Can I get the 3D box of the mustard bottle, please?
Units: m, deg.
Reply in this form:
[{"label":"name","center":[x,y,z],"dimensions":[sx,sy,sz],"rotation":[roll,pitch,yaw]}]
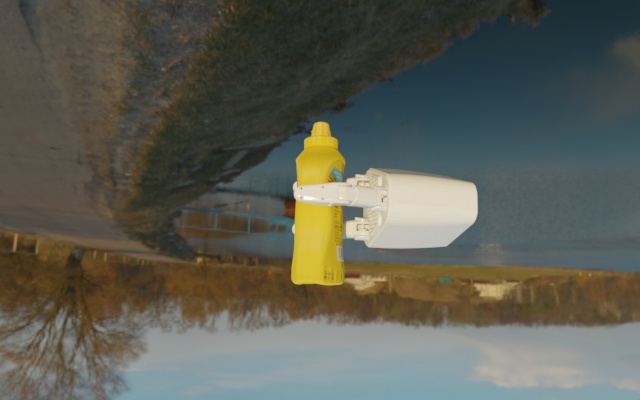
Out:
[{"label":"mustard bottle","center":[0.000,0.002,0.562],"dimensions":[0.058,0.191,0.096],"rotation":[-1,-9,15]}]
